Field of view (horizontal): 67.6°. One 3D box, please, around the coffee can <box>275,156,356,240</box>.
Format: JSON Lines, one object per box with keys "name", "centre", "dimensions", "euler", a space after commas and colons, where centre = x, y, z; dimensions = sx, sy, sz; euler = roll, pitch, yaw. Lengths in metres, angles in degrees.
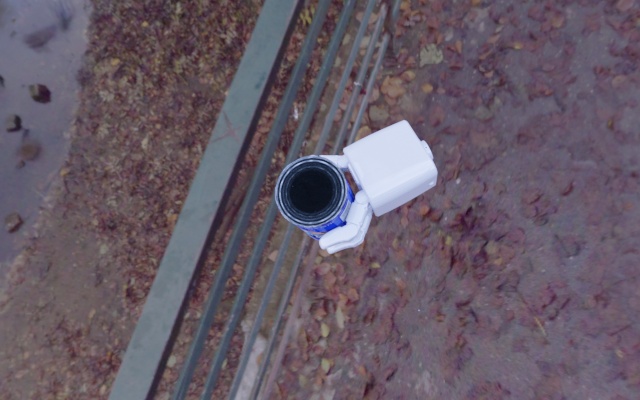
{"name": "coffee can", "centre": [0.000, 0.002, 0.721], "dimensions": [0.103, 0.102, 0.140], "euler": [0, -13, 12]}
